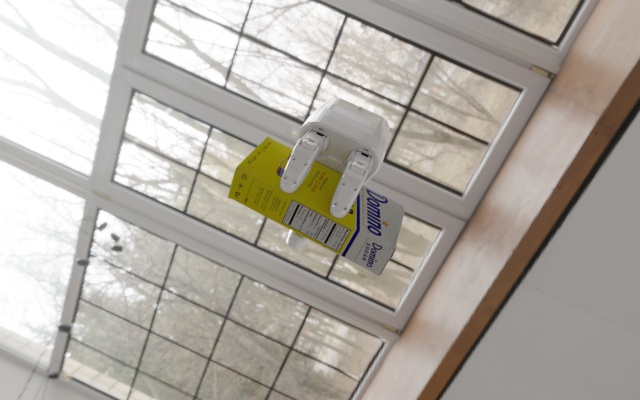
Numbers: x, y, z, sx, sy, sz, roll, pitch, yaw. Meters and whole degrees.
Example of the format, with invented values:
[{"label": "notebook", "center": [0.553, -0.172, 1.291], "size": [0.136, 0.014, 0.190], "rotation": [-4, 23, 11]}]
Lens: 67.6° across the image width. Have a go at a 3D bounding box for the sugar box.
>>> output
[{"label": "sugar box", "center": [0.000, 0.001, 0.508], "size": [0.176, 0.048, 0.093], "rotation": [25, 32, 2]}]
